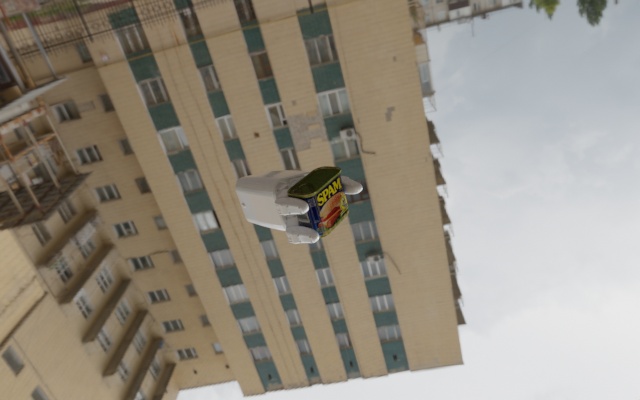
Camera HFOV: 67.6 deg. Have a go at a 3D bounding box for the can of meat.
[{"bbox_3d":[0.000,0.003,0.798,0.057,0.084,0.102,5,32,37],"label":"can of meat"}]
